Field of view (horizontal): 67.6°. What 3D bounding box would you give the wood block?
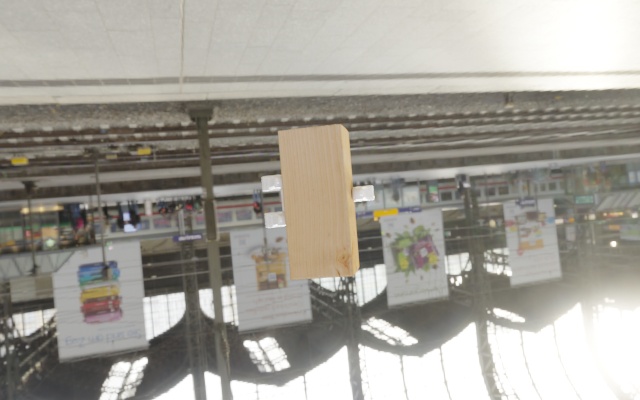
[{"bbox_3d":[0.000,0.002,0.688,0.091,0.206,0.090,-5,0,10],"label":"wood block"}]
